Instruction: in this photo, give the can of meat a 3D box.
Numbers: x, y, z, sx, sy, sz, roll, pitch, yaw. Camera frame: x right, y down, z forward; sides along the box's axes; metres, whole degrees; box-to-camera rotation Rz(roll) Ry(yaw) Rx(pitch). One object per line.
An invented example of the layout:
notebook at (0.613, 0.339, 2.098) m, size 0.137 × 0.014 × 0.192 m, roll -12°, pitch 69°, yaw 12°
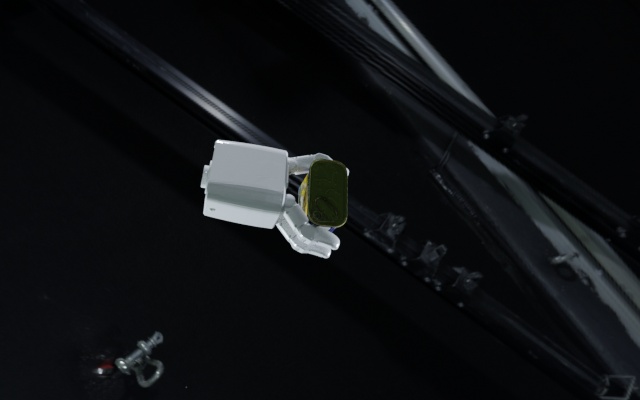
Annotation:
can of meat at (0.000, 0.002, 0.709) m, size 0.057 × 0.102 × 0.084 m, roll 7°, pitch -22°, yaw -14°
